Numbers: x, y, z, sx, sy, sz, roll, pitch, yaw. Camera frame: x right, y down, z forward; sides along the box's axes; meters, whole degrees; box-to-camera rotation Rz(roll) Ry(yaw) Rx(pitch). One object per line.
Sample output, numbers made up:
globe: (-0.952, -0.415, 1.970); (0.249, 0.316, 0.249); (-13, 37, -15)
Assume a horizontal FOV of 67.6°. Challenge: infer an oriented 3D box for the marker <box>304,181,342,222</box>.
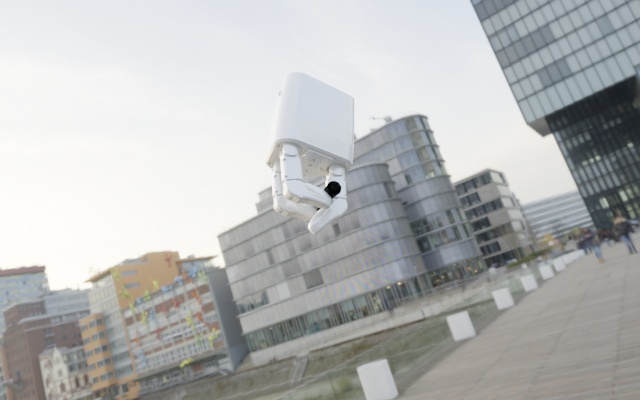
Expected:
marker: (0.000, 0.002, 0.632); (0.020, 0.020, 0.121); (0, -19, -19)
